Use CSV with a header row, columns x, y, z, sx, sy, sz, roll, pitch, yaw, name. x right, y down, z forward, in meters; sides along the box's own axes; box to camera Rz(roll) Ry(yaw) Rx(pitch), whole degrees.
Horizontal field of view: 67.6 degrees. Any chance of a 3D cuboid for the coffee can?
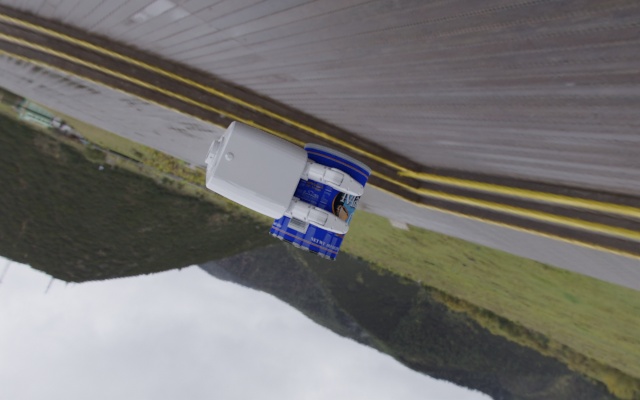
x,y,z,sx,sy,sz,roll,pitch,yaw,name
0.000,0.002,0.685,0.103,0.140,0.103,22,-4,1,coffee can
